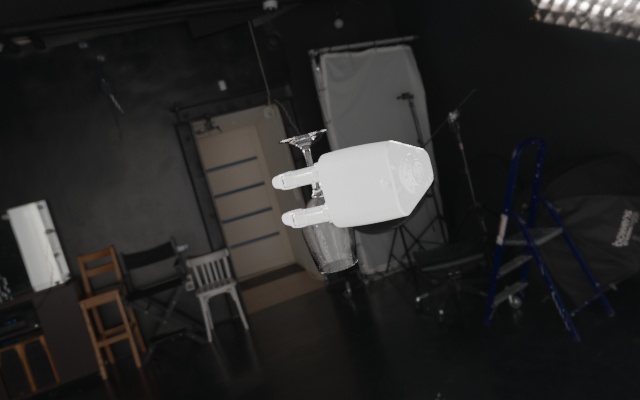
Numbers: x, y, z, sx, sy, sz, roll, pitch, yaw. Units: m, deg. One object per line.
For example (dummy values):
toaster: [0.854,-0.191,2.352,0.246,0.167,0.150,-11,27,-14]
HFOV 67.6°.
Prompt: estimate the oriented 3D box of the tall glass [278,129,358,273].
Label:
tall glass: [0.000,0.002,0.702,0.079,0.201,0.079,-15,6,2]
